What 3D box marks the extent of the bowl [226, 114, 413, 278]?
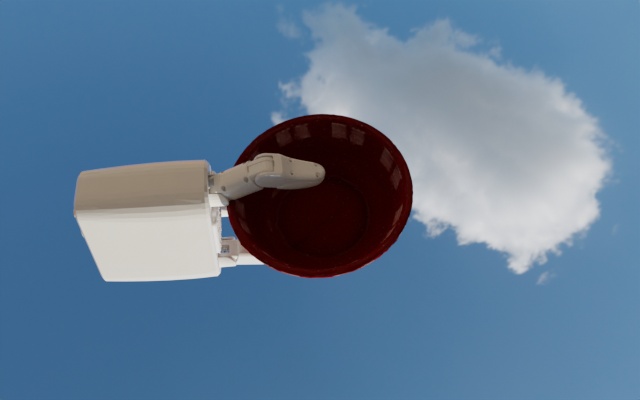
[{"bbox_3d":[0.001,0.002,0.433,0.162,0.162,0.055,0,-28,5],"label":"bowl"}]
